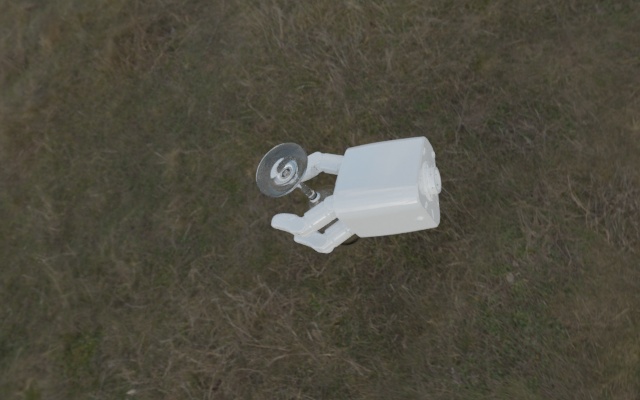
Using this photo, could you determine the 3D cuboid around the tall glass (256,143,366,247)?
[{"bbox_3d":[0.000,0.002,0.657,0.079,0.079,0.201,0,-24,31],"label":"tall glass"}]
